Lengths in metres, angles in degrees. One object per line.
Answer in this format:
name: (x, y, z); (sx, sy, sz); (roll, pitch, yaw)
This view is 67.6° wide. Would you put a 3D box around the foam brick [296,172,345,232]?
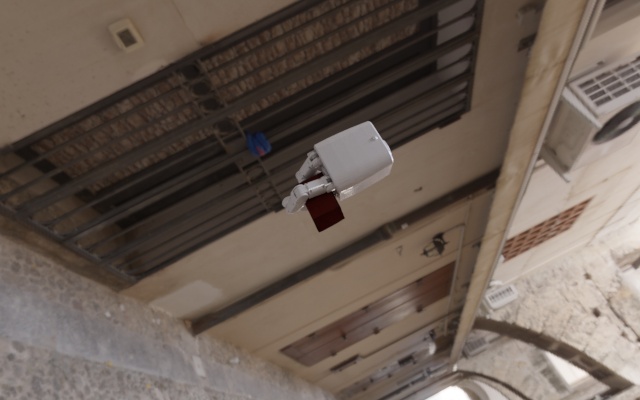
foam brick: (0.000, 0.003, 0.809); (0.051, 0.078, 0.053); (-26, -28, -2)
